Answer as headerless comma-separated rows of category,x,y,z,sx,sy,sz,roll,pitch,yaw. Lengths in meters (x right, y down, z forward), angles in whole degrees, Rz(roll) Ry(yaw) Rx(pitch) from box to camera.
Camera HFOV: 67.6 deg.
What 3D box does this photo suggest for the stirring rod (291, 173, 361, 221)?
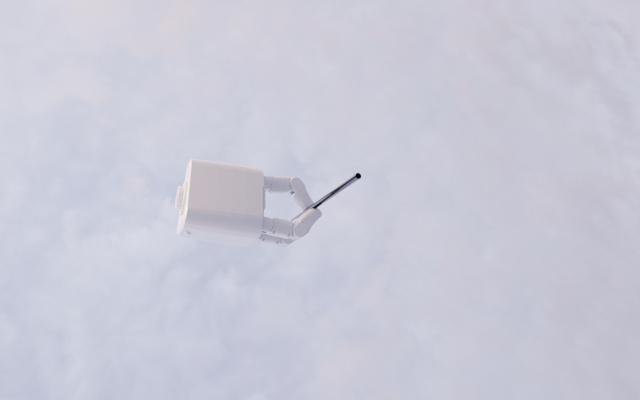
stirring rod,0.000,0.002,0.679,0.011,0.011,0.239,0,-15,-23
